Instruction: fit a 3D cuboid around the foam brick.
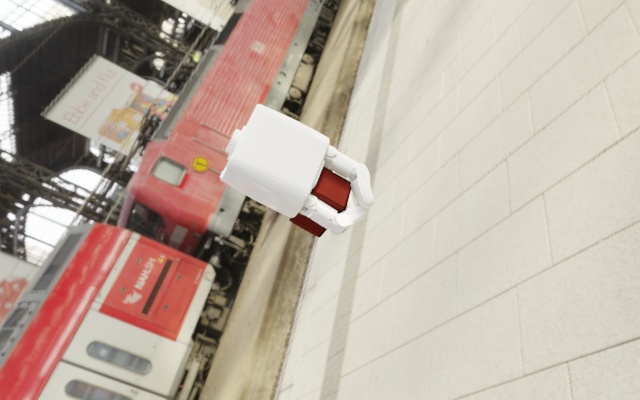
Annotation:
[{"bbox_3d":[0.000,0.002,0.651,0.051,0.053,0.078,28,-45,-11],"label":"foam brick"}]
